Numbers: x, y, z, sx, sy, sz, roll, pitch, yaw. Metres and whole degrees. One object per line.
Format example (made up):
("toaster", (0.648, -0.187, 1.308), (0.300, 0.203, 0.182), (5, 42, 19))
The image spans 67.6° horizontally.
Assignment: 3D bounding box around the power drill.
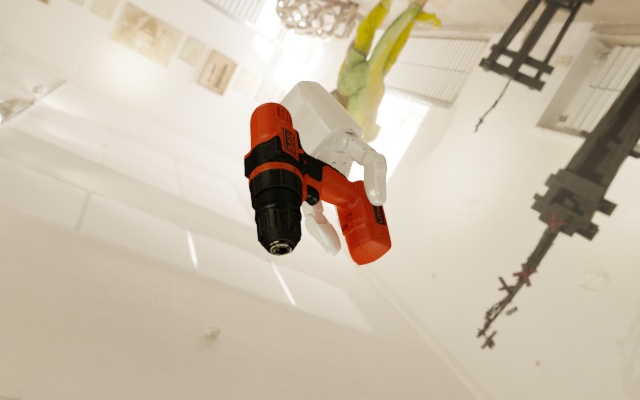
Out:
("power drill", (0.000, 0.002, 0.508), (0.057, 0.184, 0.188), (-30, -44, 27))
